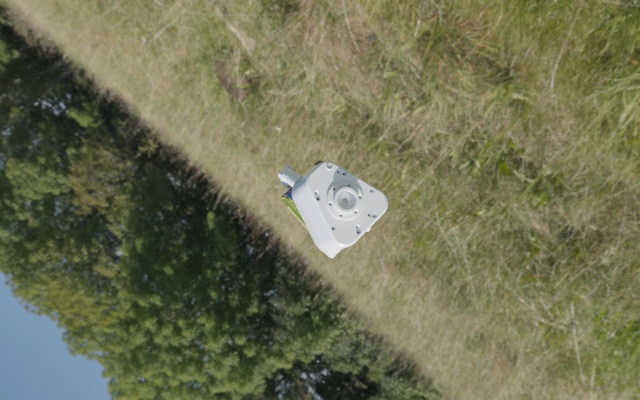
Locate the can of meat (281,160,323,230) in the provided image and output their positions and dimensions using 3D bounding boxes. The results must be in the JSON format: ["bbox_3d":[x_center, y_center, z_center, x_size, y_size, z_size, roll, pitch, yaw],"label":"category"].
[{"bbox_3d":[0.000,0.003,0.757,0.084,0.102,0.057,-43,7,-13],"label":"can of meat"}]
